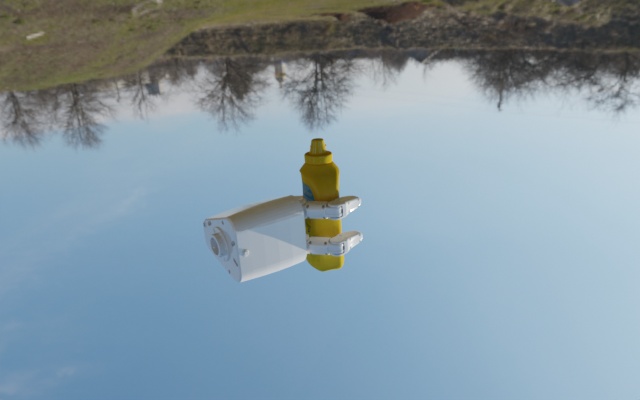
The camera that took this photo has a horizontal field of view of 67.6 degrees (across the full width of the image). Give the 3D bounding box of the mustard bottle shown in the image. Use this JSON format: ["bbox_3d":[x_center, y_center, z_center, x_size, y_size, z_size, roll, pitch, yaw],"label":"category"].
[{"bbox_3d":[0.000,0.003,0.717,0.058,0.192,0.096,-7,20,-11],"label":"mustard bottle"}]
